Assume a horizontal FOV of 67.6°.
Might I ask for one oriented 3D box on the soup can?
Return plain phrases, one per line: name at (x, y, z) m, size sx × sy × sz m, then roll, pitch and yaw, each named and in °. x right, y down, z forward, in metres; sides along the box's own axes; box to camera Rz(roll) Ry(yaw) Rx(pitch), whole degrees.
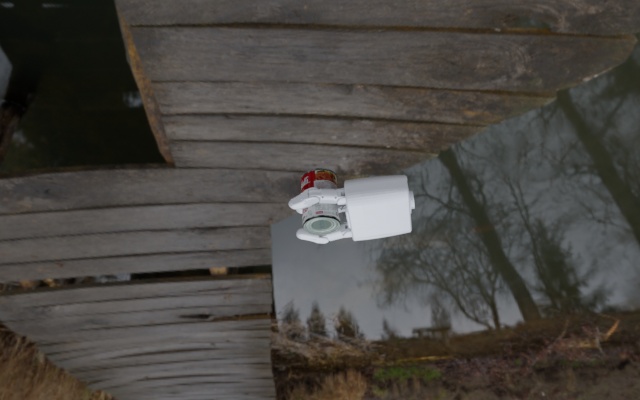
soup can at (0.000, 0.003, 0.853) m, size 0.068 × 0.102 × 0.068 m, roll -2°, pitch -32°, yaw -1°
